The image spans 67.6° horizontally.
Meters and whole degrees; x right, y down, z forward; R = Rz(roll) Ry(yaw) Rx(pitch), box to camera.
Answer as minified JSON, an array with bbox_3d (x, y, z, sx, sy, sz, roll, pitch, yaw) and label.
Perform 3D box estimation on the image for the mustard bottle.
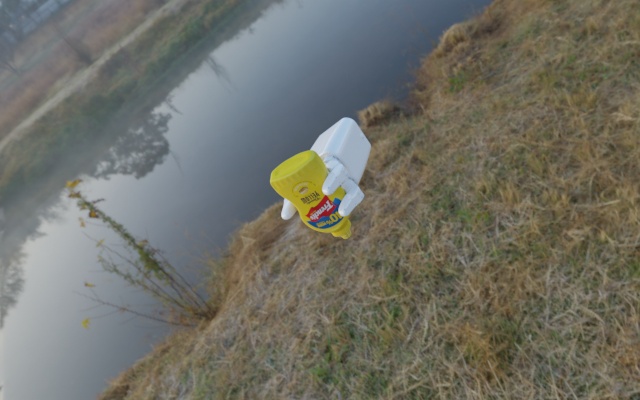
[{"bbox_3d":[0.000,0.003,0.867,0.096,0.192,0.058,-28,33,18],"label":"mustard bottle"}]
